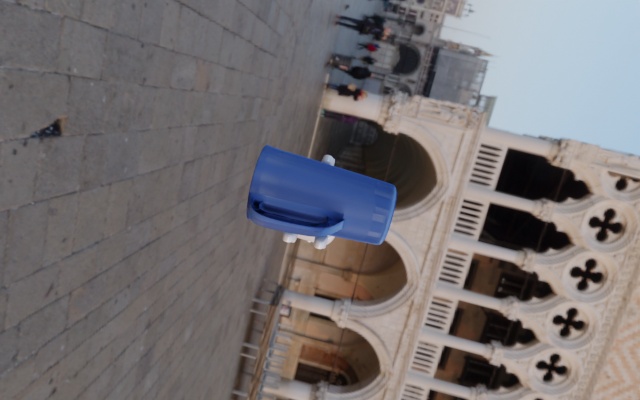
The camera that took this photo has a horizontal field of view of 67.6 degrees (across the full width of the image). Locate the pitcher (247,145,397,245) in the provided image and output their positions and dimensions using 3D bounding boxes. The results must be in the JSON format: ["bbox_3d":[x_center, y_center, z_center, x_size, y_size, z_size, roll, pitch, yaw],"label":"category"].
[{"bbox_3d":[0.000,0.003,0.816,0.243,0.149,0.145,14,-13,2],"label":"pitcher"}]
